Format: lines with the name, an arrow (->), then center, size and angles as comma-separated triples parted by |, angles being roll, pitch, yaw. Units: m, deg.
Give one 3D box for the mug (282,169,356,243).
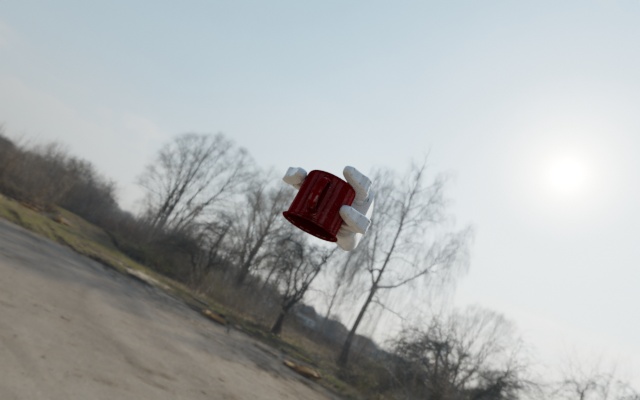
mug -> 0.000, 0.002, 0.713 | 0.093, 0.081, 0.117 | 24, -16, 15
